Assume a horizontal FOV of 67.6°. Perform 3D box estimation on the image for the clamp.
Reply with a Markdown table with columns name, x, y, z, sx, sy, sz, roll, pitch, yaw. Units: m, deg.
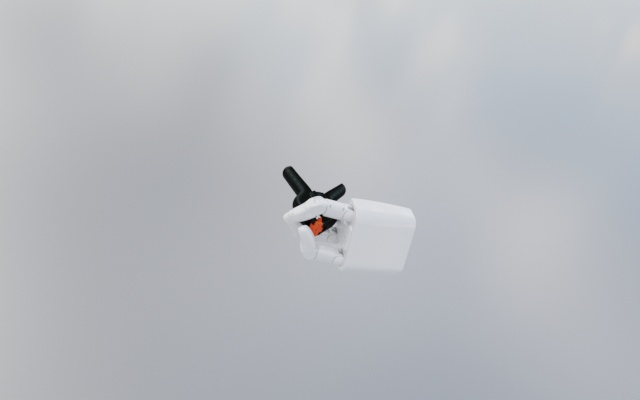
| name | x | y | z | sx | sy | sz | roll | pitch | yaw |
| --- | --- | --- | --- | --- | --- | --- | --- | --- | --- |
| clamp | 0.000 | 0.002 | 0.813 | 0.120 | 0.039 | 0.171 | 8 | 35 | -17 |
